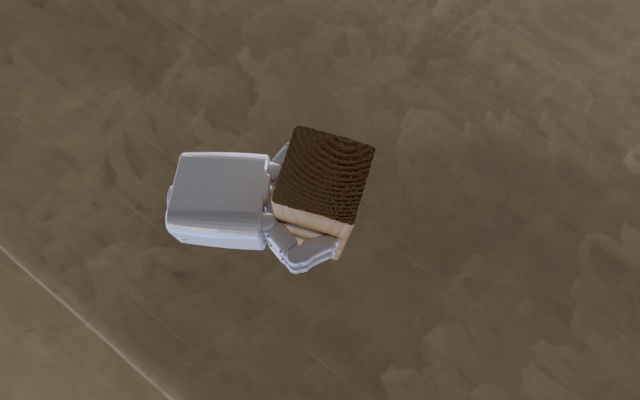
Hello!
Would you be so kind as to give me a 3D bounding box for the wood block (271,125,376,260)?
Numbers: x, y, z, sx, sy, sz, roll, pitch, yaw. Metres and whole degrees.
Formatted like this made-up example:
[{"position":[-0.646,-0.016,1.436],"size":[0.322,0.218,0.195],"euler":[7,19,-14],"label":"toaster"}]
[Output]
[{"position":[0.000,0.002,0.580],"size":[0.090,0.090,0.206],"euler":[16,-16,2],"label":"wood block"}]
